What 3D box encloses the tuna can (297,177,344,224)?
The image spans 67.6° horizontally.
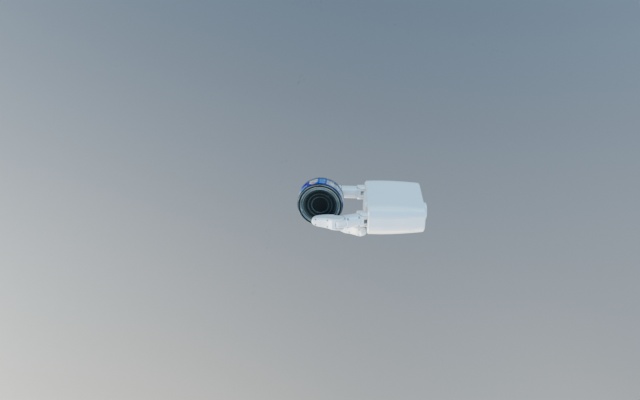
[{"bbox_3d":[0.000,0.003,0.884,0.086,0.086,0.033,0,24,5],"label":"tuna can"}]
